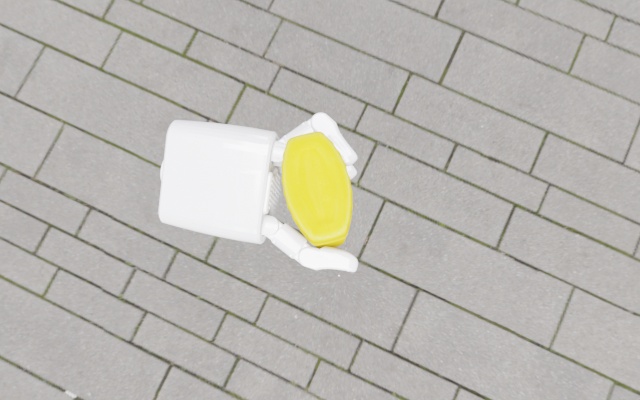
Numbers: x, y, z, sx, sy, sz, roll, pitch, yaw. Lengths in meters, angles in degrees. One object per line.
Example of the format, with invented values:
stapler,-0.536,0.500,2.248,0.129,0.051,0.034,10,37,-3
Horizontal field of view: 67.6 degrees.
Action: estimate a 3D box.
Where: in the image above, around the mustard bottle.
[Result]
mustard bottle,0.000,0.002,0.491,0.058,0.096,0.192,-15,-9,0
